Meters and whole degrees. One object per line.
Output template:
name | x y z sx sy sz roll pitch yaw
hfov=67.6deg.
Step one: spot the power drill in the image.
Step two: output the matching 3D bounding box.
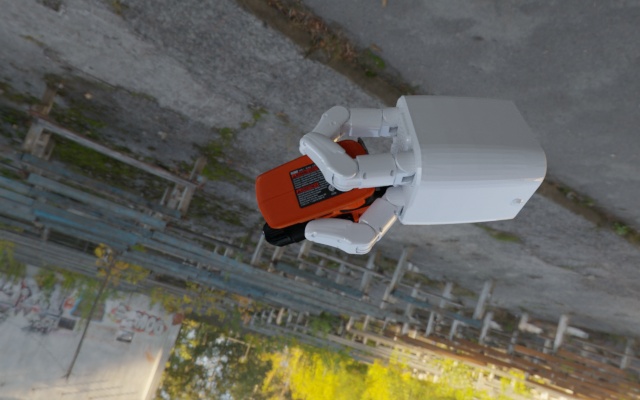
power drill | 0.000 0.002 0.500 0.184 0.057 0.188 -22 -11 10
